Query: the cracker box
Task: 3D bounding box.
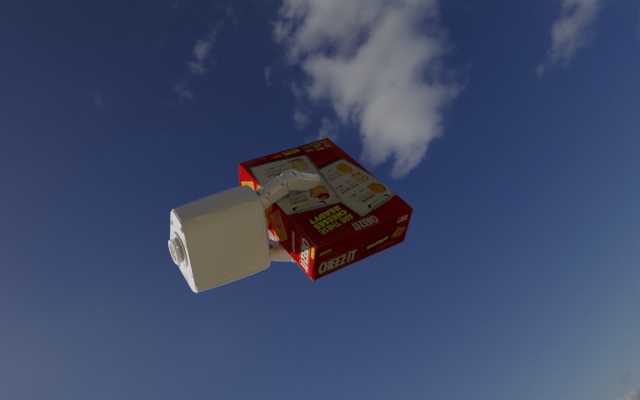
[{"bbox_3d":[0.000,0.002,0.701,0.164,0.072,0.213,-19,45,-28],"label":"cracker box"}]
